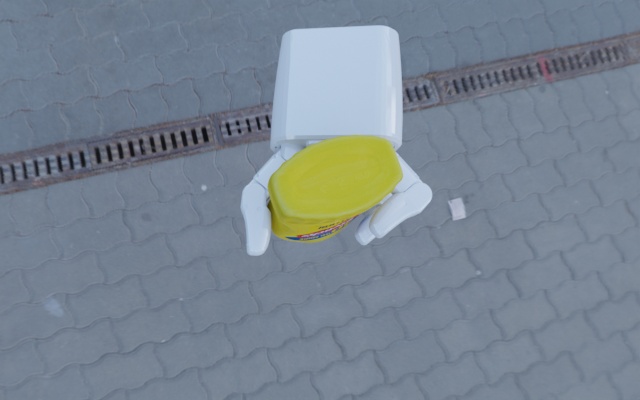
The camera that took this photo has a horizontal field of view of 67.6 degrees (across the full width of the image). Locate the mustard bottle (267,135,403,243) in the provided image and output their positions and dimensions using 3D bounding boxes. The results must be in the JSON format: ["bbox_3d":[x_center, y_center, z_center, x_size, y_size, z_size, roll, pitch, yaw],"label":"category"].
[{"bbox_3d":[0.000,0.002,0.423,0.096,0.058,0.192,-20,-8,-12],"label":"mustard bottle"}]
